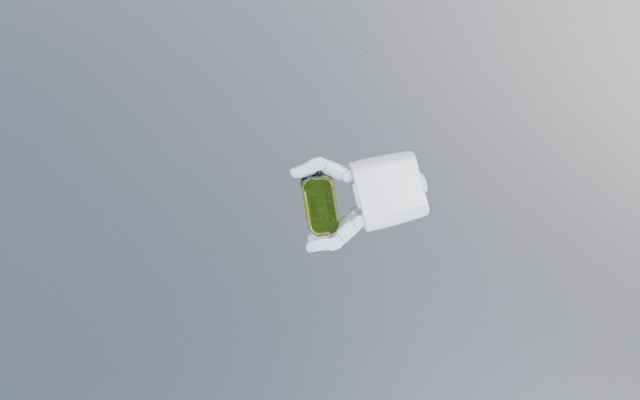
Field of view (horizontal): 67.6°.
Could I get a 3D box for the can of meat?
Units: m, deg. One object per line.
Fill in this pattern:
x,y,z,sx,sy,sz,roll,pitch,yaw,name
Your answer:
0.000,0.003,0.797,0.057,0.102,0.084,-10,10,-1,can of meat
